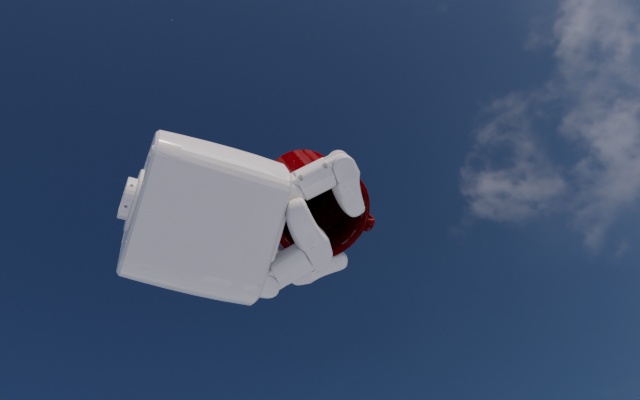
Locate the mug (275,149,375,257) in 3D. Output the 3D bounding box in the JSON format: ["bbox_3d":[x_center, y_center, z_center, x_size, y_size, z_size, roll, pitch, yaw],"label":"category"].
[{"bbox_3d":[0.001,0.002,0.470,0.117,0.093,0.081,17,14,-24],"label":"mug"}]
